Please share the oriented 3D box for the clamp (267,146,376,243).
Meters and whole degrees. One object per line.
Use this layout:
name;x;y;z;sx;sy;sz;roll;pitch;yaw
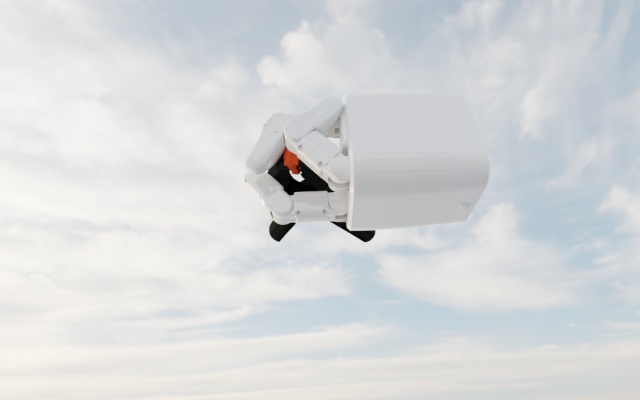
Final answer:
clamp;0.000;0.001;0.481;0.120;0.039;0.172;-1;-28;0
